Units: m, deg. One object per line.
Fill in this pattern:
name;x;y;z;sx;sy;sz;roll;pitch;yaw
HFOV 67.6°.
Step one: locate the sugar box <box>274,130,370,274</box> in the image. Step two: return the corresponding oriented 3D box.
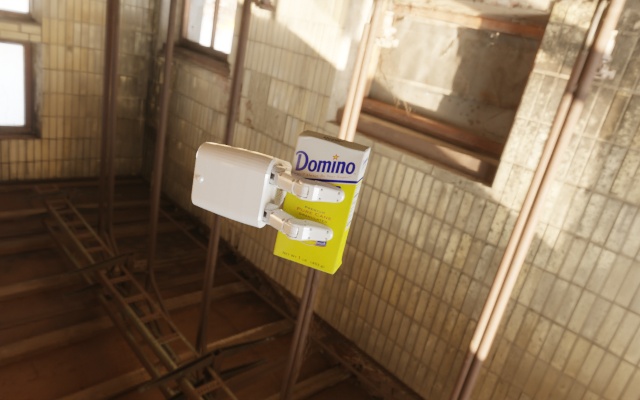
sugar box;0.000;0.002;0.646;0.093;0.176;0.048;16;21;12
